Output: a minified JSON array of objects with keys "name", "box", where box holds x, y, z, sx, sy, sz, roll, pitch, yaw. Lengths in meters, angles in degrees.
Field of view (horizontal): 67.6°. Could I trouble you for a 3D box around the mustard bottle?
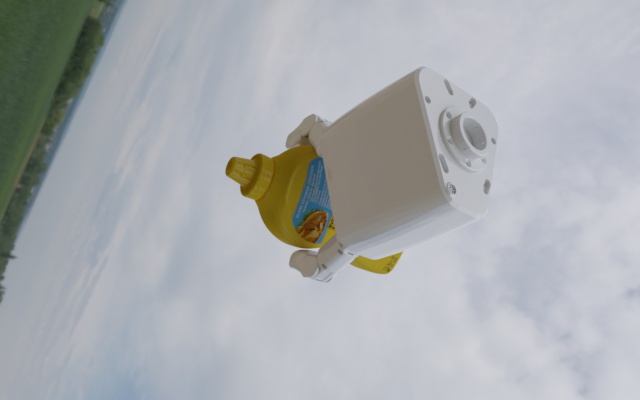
[{"name":"mustard bottle","box":[0.000,0.002,0.453,0.192,0.096,0.058,22,-9,-30]}]
